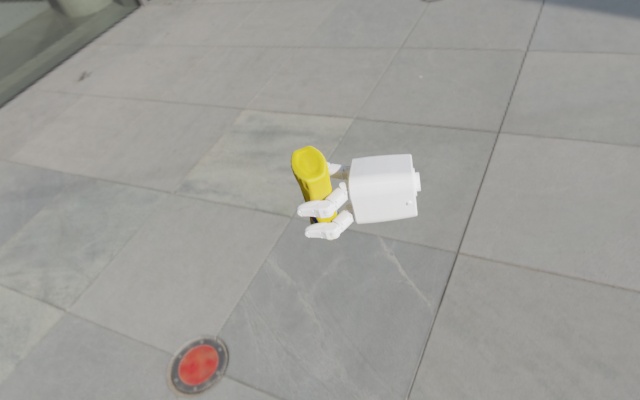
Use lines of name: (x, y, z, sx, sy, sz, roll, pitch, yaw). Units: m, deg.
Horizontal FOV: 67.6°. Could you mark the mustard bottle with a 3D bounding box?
mustard bottle: (0.000, 0.003, 0.846, 0.058, 0.192, 0.096, -22, 43, -6)
